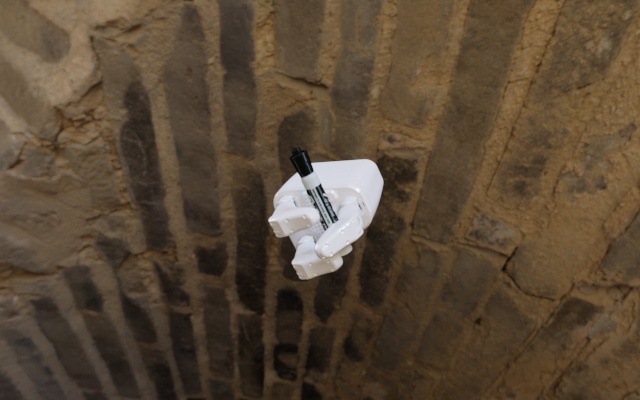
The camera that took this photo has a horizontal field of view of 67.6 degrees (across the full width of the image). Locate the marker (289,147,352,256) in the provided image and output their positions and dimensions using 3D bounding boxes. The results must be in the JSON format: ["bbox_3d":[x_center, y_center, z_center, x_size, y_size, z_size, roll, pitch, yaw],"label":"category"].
[{"bbox_3d":[0.000,0.002,0.486,0.020,0.121,0.020,-24,15,7],"label":"marker"}]
